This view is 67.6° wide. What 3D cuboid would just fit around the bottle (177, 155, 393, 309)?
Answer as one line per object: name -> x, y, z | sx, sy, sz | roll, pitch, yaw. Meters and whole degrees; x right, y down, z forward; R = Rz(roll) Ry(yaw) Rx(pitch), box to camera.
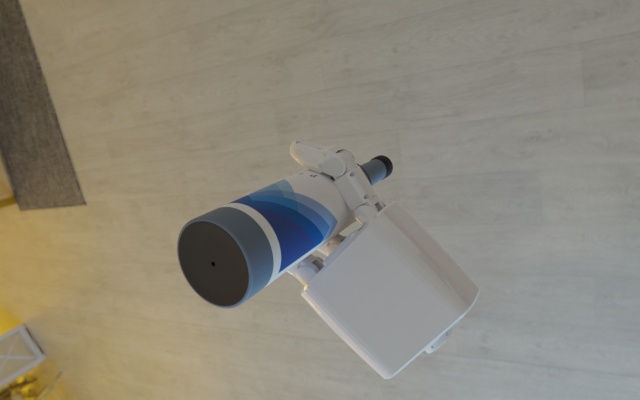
bottle -> 0.000, 0.001, 0.441 | 0.069, 0.069, 0.295 | 0, 16, 31
